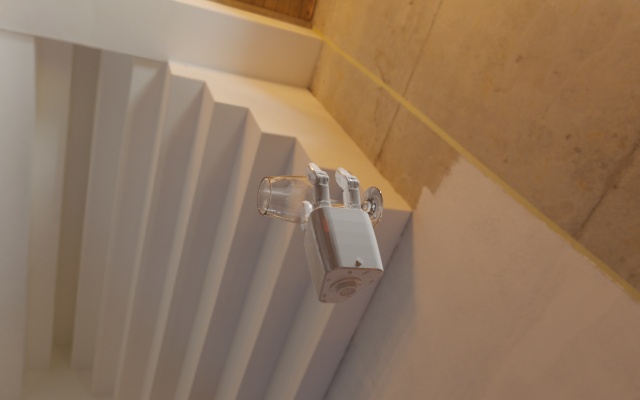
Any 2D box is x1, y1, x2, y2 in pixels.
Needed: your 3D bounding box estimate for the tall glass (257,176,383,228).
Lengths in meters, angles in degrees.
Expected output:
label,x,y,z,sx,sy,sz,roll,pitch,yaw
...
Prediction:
label,x,y,z,sx,sy,sz,roll,pitch,yaw
tall glass,0.001,0.003,0.793,0.201,0.079,0.079,7,-3,-25
